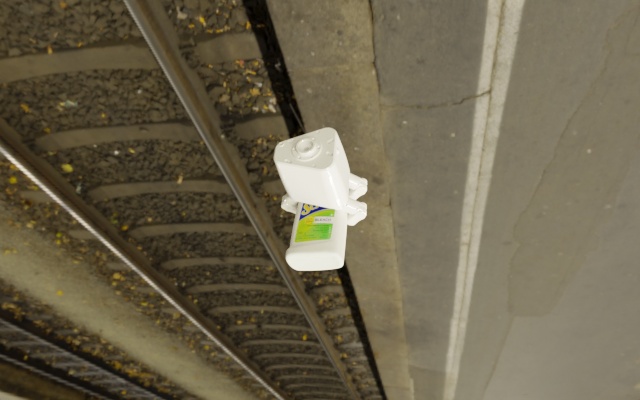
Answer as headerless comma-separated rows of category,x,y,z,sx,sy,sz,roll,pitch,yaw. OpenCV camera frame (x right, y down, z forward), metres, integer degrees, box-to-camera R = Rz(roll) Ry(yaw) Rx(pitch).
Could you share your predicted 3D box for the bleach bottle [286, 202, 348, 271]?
bleach bottle,0.000,0.003,0.887,0.102,0.250,0.068,-5,-35,14
